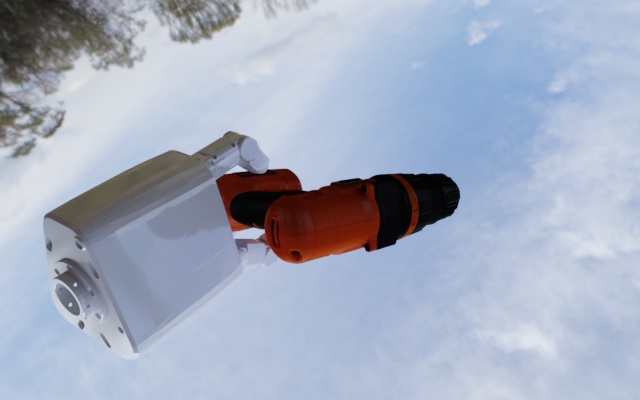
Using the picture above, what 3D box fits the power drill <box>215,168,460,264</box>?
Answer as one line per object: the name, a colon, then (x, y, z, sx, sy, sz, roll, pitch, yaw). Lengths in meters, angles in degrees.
power drill: (0.000, 0.001, 0.412, 0.184, 0.057, 0.187, -9, 8, -38)
